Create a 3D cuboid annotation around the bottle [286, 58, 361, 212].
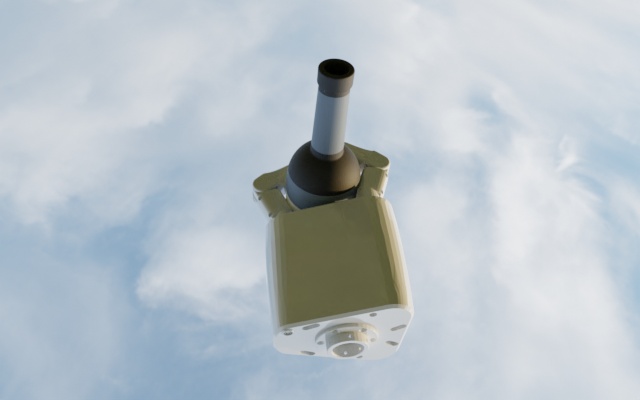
[{"bbox_3d":[0.000,0.002,0.458,0.069,0.069,0.296,0,-42,-6],"label":"bottle"}]
